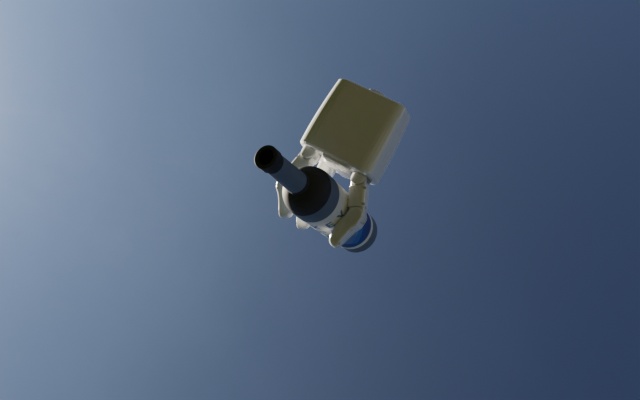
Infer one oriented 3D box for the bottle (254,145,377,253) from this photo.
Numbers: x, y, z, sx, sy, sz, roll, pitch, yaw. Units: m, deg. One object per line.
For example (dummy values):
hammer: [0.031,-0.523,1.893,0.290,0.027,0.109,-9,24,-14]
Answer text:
bottle: [0.000,0.002,0.622,0.069,0.069,0.296,0,-19,24]
